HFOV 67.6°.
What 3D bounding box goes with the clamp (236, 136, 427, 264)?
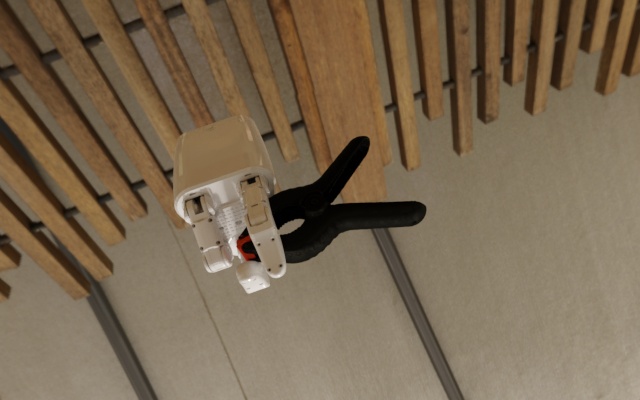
[{"bbox_3d":[0.000,0.002,0.456,0.171,0.039,0.120,-19,43,-2],"label":"clamp"}]
